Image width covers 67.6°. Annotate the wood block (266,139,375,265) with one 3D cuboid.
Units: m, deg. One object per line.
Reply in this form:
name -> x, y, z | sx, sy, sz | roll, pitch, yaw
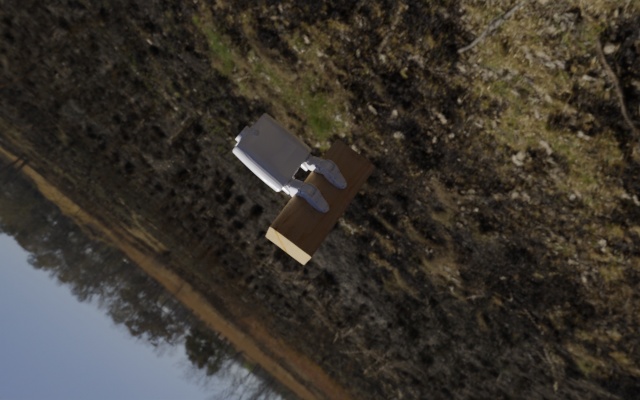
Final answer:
wood block -> 0.000, 0.003, 0.868 | 0.090, 0.206, 0.091 | 37, -19, 0
